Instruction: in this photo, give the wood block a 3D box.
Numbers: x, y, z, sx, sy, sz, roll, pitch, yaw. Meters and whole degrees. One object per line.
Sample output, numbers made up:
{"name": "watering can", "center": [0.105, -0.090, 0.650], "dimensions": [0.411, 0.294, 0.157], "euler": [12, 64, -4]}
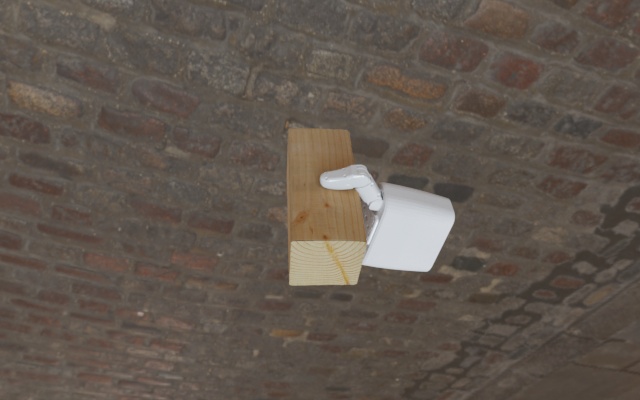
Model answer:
{"name": "wood block", "center": [0.001, 0.002, 0.644], "dimensions": [0.090, 0.206, 0.091], "euler": [1, -44, -6]}
